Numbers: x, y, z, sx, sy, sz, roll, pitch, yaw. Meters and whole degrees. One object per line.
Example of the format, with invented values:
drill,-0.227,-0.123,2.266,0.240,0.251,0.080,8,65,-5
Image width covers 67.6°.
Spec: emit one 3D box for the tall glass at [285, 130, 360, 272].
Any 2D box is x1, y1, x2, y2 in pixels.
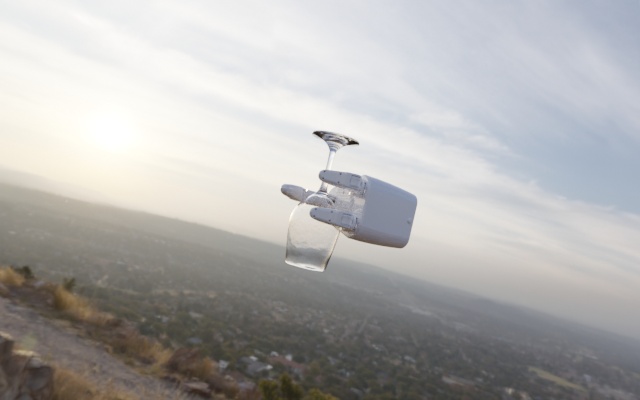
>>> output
tall glass,0.000,0.002,0.716,0.079,0.201,0.079,14,-4,1
